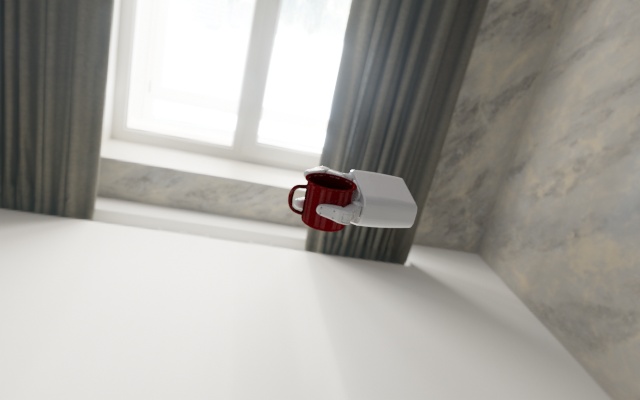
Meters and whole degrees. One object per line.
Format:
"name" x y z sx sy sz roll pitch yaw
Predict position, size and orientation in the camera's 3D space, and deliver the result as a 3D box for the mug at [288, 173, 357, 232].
"mug" -0.001 0.003 0.843 0.117 0.081 0.093 5 20 -16
